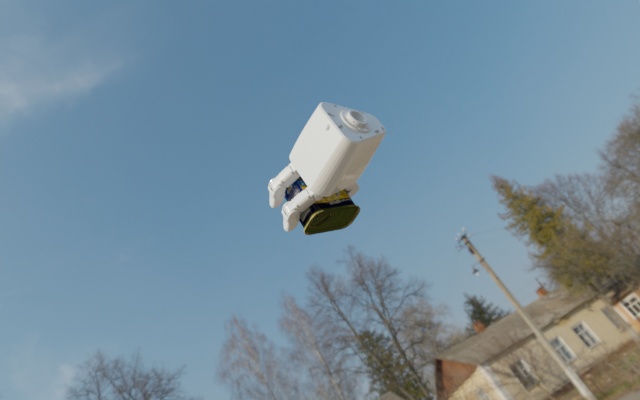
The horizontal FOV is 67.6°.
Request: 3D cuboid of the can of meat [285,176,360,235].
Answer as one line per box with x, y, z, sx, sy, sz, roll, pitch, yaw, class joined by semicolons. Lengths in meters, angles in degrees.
0.000;0.002;0.782;0.102;0.084;0.057;-8;-38;-38;can of meat
